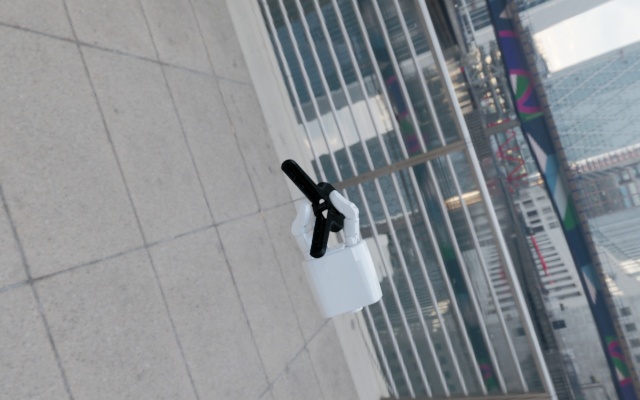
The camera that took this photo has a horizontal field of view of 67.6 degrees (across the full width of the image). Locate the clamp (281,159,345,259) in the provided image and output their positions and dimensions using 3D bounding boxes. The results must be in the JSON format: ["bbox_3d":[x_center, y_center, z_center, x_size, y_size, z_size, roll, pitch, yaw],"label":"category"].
[{"bbox_3d":[0.001,0.003,0.834,0.036,0.164,0.210,-20,0,20],"label":"clamp"}]
